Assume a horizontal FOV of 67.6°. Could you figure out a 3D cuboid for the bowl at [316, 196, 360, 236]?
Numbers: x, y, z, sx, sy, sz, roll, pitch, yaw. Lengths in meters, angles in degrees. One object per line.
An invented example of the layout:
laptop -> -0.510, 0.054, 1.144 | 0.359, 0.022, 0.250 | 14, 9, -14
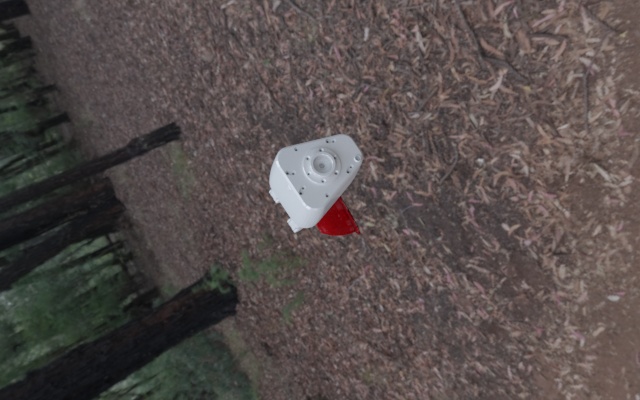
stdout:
bowl -> 0.000, 0.003, 0.804 | 0.055, 0.162, 0.162 | -33, 1, -2
